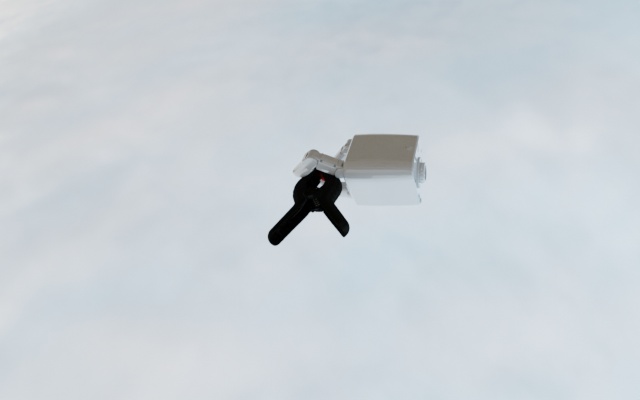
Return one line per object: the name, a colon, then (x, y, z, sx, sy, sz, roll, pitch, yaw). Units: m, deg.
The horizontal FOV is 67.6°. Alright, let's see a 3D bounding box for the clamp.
clamp: (0.000, 0.003, 0.718, 0.120, 0.039, 0.171, 2, 44, 20)
